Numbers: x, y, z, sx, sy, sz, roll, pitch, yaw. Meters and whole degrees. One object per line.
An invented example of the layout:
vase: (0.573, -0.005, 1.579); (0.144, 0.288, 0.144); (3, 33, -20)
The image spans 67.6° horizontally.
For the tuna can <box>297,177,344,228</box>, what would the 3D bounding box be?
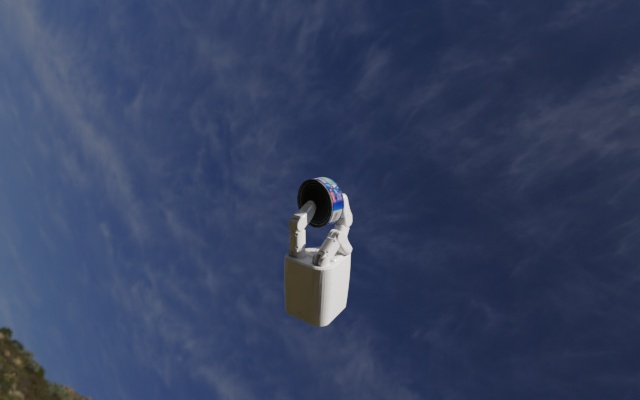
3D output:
tuna can: (0.001, 0.003, 0.830); (0.034, 0.086, 0.086); (-14, 10, -43)
